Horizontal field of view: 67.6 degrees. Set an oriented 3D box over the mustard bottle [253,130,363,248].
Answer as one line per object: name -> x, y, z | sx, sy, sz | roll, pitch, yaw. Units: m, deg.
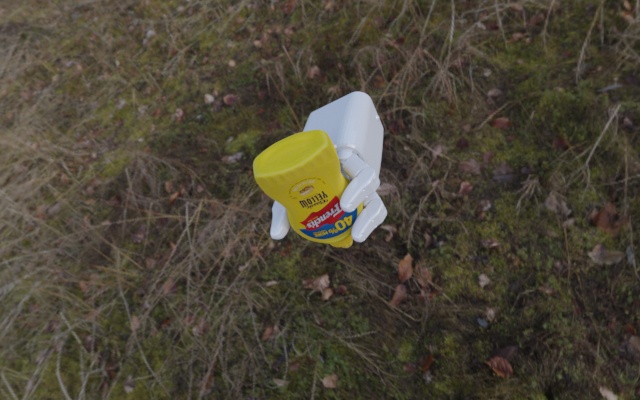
mustard bottle -> 0.000, 0.002, 0.601 | 0.096, 0.058, 0.192 | -24, -44, 9
